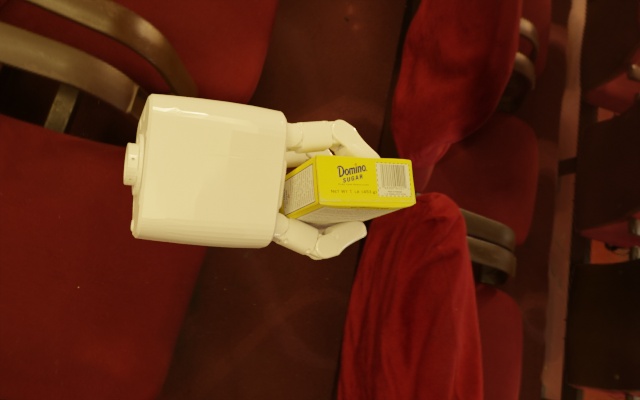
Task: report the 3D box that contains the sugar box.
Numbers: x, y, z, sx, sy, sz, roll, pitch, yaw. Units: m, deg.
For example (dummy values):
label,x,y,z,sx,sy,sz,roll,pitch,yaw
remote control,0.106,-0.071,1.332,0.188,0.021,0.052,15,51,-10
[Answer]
label,x,y,z,sx,sy,sz,roll,pitch,yaw
sugar box,0.000,0.001,0.455,0.093,0.048,0.176,2,-10,-27
